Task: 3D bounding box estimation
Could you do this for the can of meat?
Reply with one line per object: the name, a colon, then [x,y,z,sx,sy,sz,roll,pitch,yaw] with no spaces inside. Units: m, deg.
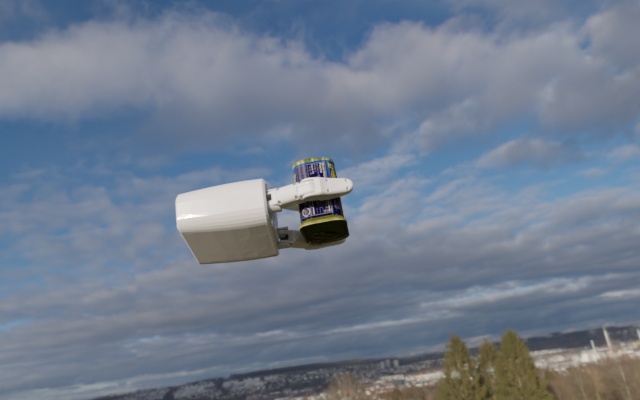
can of meat: [0.000,0.002,0.606,0.057,0.084,0.102,-10,-19,3]
